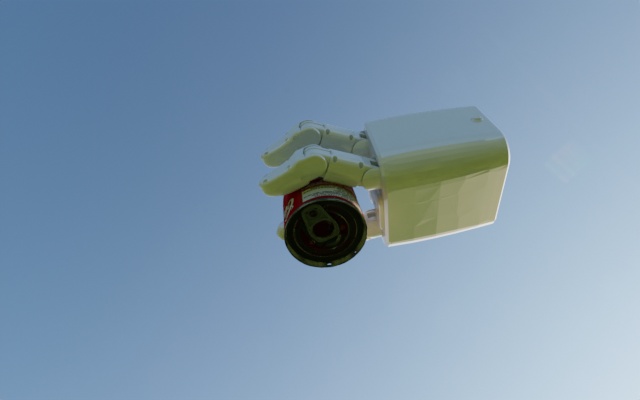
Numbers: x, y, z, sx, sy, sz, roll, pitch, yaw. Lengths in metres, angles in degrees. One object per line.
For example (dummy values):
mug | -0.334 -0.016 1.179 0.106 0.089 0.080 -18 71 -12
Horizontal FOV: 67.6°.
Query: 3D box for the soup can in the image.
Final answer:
soup can | 0.000 0.001 0.426 0.068 0.068 0.102 0 32 -6
